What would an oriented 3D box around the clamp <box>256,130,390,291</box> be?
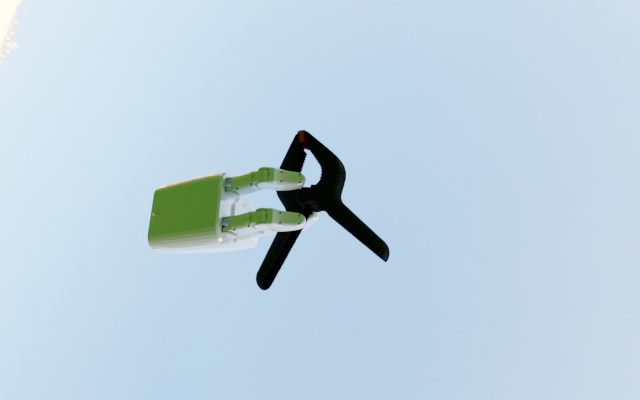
[{"bbox_3d":[0.000,0.002,0.596,0.164,0.210,0.036,-9,-27,17],"label":"clamp"}]
